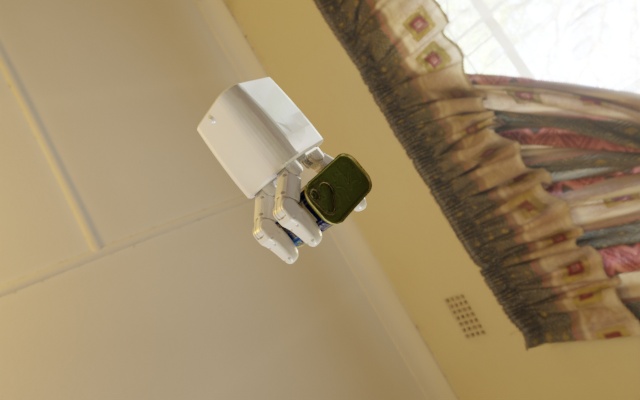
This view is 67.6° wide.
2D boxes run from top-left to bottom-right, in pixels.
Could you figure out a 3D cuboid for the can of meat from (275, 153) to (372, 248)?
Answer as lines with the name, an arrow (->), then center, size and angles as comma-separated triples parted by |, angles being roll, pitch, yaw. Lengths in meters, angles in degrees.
can of meat -> 0.000, 0.002, 0.565 | 0.084, 0.057, 0.102 | -37, 6, 46
